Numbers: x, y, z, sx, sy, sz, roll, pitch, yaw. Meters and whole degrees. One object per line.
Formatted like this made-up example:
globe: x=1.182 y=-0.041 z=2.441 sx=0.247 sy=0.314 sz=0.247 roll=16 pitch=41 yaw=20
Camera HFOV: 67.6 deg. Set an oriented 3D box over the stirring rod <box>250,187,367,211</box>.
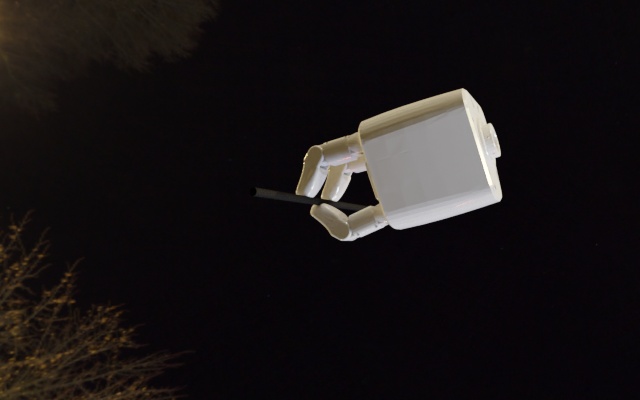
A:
stirring rod: x=0.000 y=0.002 z=0.527 sx=0.011 sy=0.011 sz=0.239 roll=0 pitch=-5 yaw=30
